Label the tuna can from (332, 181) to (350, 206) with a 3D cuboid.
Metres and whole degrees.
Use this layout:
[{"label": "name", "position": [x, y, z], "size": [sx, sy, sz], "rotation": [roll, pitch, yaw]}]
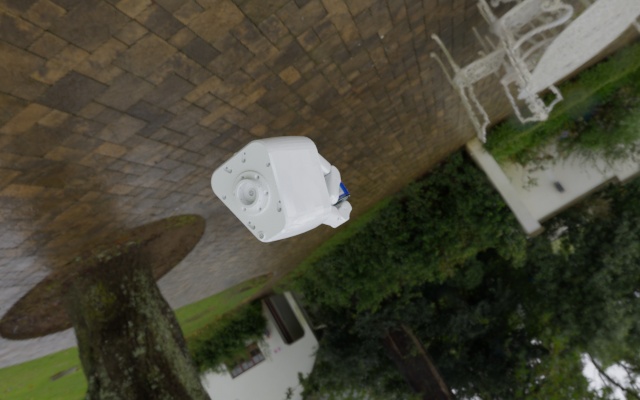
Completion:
[{"label": "tuna can", "position": [0.000, 0.003, 0.697], "size": [0.086, 0.034, 0.086], "rotation": [-33, -6, -4]}]
